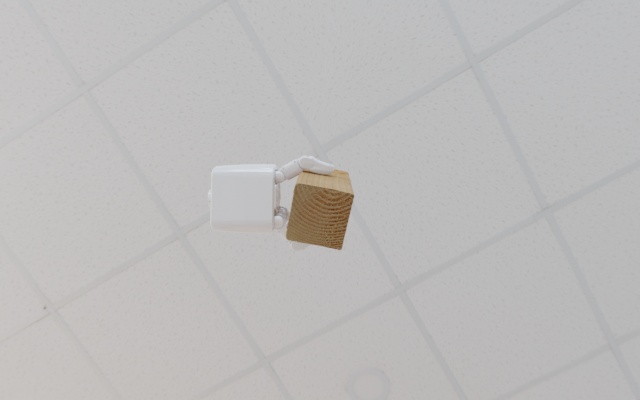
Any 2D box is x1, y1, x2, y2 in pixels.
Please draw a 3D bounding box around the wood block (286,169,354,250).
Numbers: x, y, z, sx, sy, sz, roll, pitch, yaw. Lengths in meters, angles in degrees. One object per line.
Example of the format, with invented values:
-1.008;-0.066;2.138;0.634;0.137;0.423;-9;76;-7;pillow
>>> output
0.000;0.002;0.805;0.090;0.091;0.206;11;13;-2;wood block
